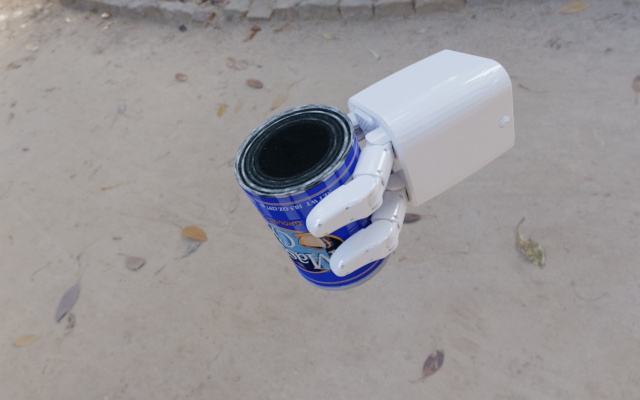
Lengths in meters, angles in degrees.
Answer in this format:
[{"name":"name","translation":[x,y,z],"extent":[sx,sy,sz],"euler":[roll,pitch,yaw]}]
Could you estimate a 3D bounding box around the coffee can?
[{"name":"coffee can","translation":[0.000,0.002,0.427],"extent":[0.103,0.102,0.140],"euler":[0,-39,25]}]
